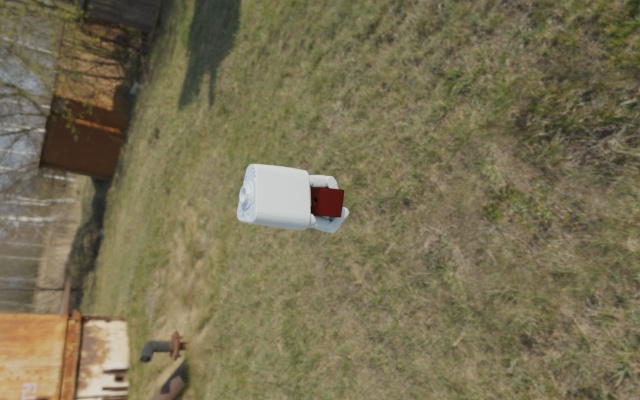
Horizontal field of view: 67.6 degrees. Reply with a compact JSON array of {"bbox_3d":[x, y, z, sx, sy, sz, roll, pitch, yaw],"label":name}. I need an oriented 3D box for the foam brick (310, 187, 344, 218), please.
[{"bbox_3d":[0.000,0.003,0.887,0.051,0.053,0.078,6,-2,-31],"label":"foam brick"}]
